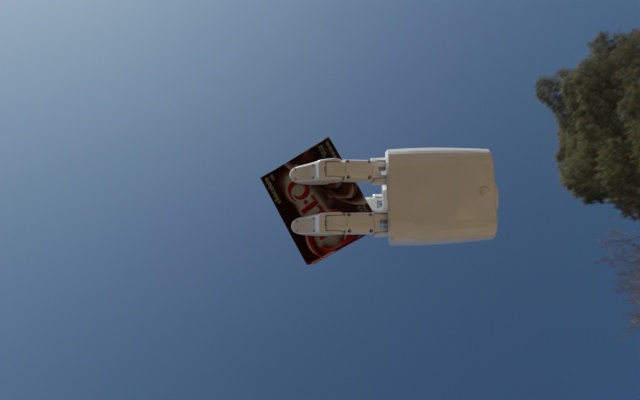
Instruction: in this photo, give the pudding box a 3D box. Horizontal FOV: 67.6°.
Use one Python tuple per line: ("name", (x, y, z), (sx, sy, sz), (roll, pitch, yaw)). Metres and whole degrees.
("pudding box", (0.000, 0.002, 0.529), (0.090, 0.113, 0.039), (-30, -12, 5))
